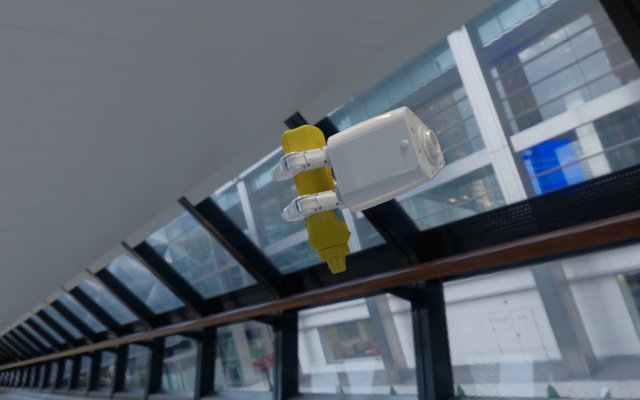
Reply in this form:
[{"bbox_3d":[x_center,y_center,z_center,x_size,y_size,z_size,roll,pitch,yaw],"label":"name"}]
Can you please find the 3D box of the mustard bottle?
[{"bbox_3d":[0.000,0.002,0.637,0.058,0.191,0.096,-17,-10,5],"label":"mustard bottle"}]
